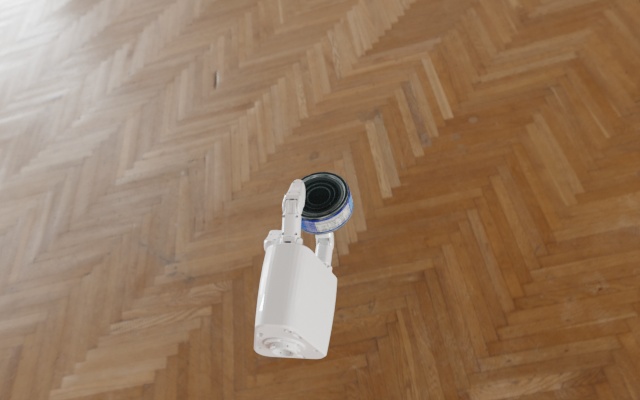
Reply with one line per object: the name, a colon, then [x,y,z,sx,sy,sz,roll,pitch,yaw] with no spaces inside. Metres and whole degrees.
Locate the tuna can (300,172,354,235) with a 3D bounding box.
tuna can: [0.000,0.002,0.644,0.086,0.086,0.034,0,-39,15]
